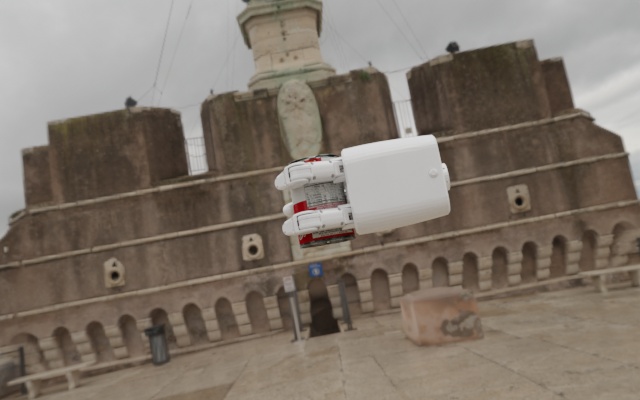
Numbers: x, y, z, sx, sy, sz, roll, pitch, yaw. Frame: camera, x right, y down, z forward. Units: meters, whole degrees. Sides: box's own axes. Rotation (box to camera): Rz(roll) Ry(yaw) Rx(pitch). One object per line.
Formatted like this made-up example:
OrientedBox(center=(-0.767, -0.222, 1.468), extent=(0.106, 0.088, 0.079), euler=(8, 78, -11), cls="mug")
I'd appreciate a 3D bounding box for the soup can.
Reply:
OrientedBox(center=(0.000, 0.002, 0.576), extent=(0.068, 0.102, 0.068), euler=(-10, -8, -1), cls="soup can")
